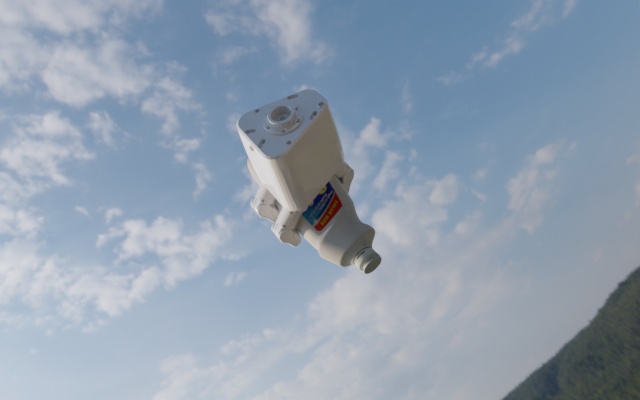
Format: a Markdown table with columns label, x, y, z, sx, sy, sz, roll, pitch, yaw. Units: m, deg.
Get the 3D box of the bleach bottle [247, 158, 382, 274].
| label | x | y | z | sx | sy | sz | roll | pitch | yaw |
| --- | --- | --- | --- | --- | --- | --- | --- | --- | --- |
| bleach bottle | 0.000 | 0.002 | 0.671 | 0.102 | 0.250 | 0.068 | -36 | -34 | -12 |
